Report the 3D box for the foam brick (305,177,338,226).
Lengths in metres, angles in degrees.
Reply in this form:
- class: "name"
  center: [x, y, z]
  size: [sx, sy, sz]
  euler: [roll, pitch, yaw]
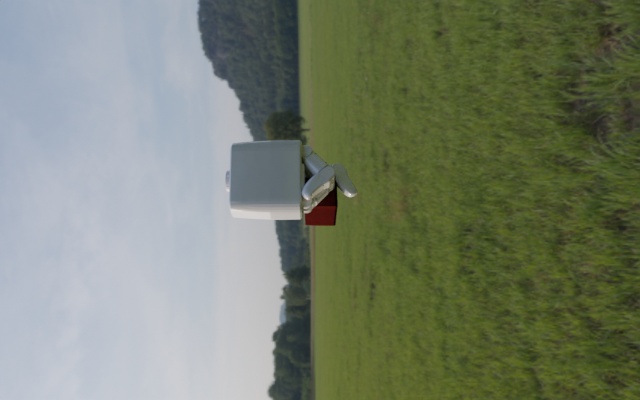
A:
- class: "foam brick"
  center: [0.000, 0.003, 0.776]
  size: [0.051, 0.053, 0.078]
  euler: [-1, -27, -1]
